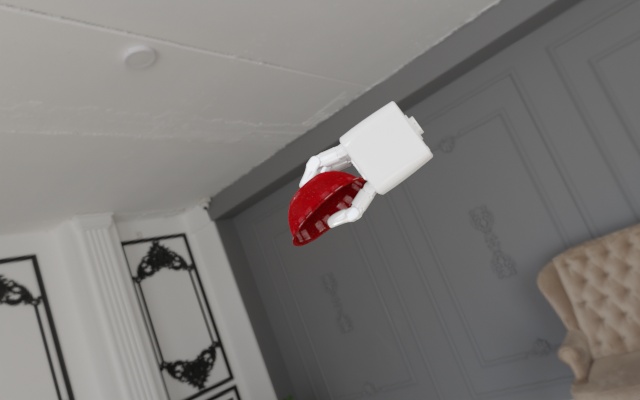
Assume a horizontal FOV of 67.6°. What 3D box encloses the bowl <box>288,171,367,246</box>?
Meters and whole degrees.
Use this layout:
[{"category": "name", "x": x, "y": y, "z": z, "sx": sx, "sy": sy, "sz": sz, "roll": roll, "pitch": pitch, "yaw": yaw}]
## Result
[{"category": "bowl", "x": -0.001, "y": 0.003, "z": 0.797, "sx": 0.055, "sy": 0.162, "sz": 0.162, "roll": 47, "pitch": 17, "yaw": 17}]
